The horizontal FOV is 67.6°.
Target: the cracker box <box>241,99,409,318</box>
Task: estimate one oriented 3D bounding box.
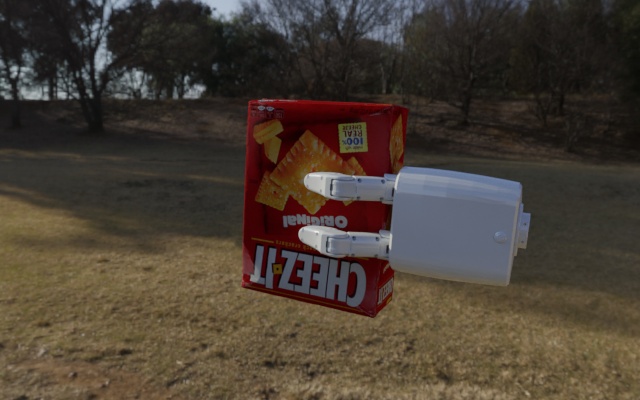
[{"bbox_3d":[0.000,0.002,0.517,0.164,0.214,0.072,8,10,24],"label":"cracker box"}]
